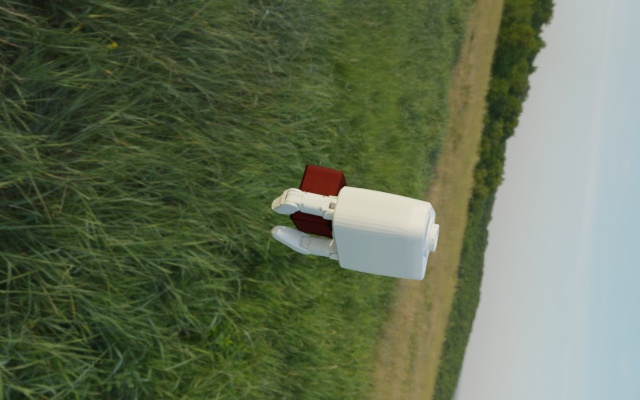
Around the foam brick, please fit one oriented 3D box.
[{"bbox_3d":[0.000,0.002,0.620,0.051,0.078,0.053,10,-22,17],"label":"foam brick"}]
